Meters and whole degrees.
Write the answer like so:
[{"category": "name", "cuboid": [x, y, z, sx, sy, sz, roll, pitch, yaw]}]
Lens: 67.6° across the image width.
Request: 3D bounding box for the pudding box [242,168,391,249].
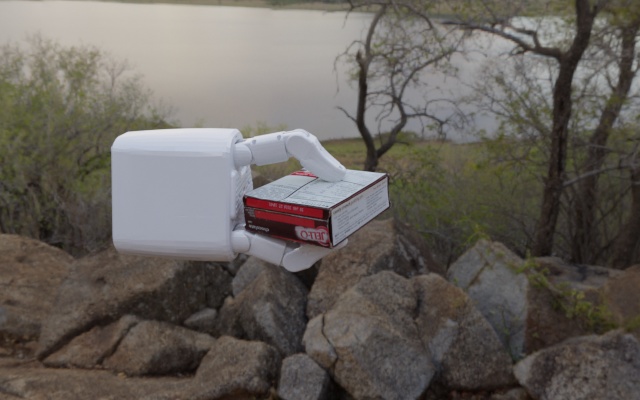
[{"category": "pudding box", "cuboid": [0.000, 0.001, 0.429, 0.090, 0.039, 0.113, 10, 24, 31]}]
